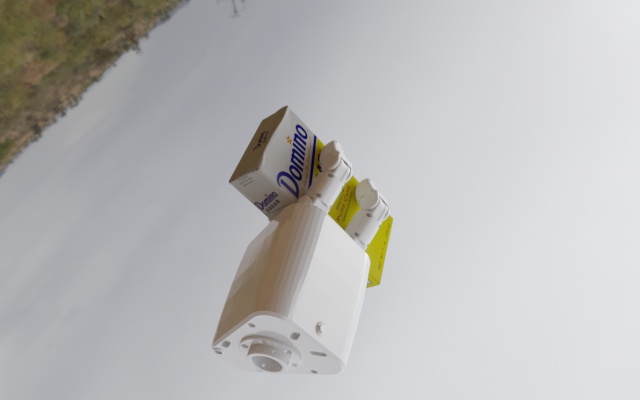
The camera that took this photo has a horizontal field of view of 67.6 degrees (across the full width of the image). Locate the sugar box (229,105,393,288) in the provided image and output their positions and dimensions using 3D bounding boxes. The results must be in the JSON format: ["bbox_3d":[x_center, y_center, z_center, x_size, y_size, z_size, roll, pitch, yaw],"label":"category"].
[{"bbox_3d":[0.001,0.002,0.470,0.048,0.093,0.176,-21,-55,36],"label":"sugar box"}]
